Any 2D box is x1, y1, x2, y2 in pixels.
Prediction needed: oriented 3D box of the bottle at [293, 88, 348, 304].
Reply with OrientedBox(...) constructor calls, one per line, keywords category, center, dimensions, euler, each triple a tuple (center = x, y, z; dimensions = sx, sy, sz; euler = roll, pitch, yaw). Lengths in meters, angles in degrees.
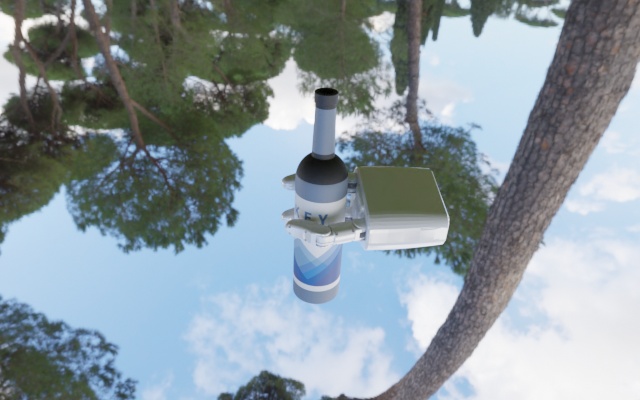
OrientedBox(category="bottle", center=(0.000, 0.002, 0.615), dimensions=(0.069, 0.296, 0.069), euler=(2, 32, -1))
